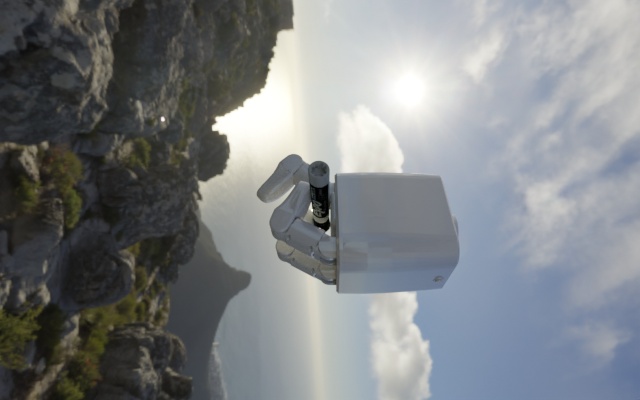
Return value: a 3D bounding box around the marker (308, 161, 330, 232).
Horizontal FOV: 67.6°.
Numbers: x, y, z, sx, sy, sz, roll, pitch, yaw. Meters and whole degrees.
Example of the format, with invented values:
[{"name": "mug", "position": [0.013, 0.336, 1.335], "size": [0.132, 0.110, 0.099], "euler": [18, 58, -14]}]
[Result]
[{"name": "marker", "position": [0.000, 0.001, 0.457], "size": [0.020, 0.020, 0.121], "euler": [0, -27, 1]}]
